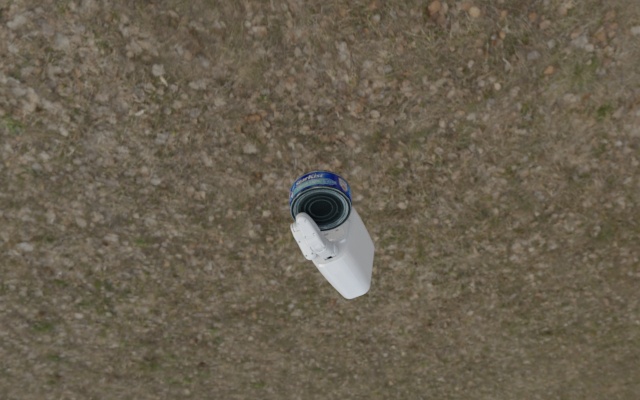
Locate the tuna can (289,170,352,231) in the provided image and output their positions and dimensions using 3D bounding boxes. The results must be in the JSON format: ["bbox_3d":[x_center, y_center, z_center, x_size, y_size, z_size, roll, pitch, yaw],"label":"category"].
[{"bbox_3d":[0.000,0.002,0.649,0.086,0.086,0.033,0,42,-3],"label":"tuna can"}]
